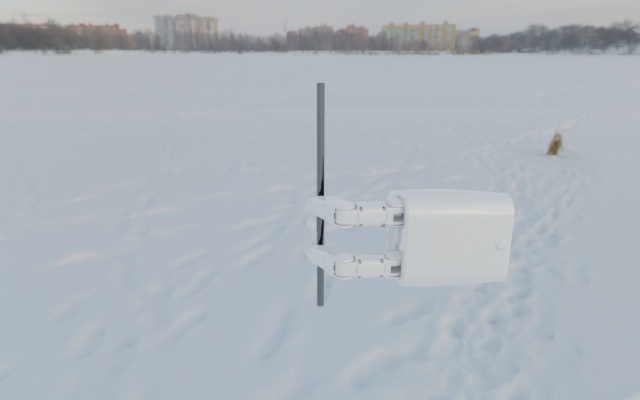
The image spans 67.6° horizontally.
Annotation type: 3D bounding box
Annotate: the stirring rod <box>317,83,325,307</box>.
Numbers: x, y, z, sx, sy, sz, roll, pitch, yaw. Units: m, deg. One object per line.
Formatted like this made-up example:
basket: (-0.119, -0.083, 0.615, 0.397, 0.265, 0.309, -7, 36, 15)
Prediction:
stirring rod: (0.000, 0.002, 0.497, 0.011, 0.239, 0.011, 0, 18, 0)
